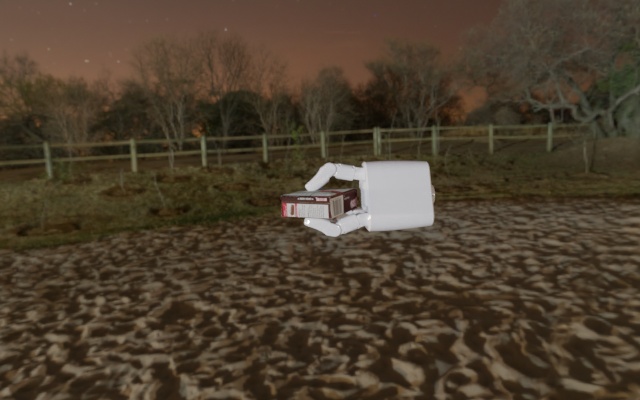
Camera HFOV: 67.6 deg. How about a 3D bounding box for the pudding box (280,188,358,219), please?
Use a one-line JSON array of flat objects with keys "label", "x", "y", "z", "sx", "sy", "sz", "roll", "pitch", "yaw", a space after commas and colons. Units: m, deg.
[{"label": "pudding box", "x": 0.000, "y": 0.002, "z": 0.781, "sx": 0.090, "sy": 0.039, "sz": 0.113, "roll": 1, "pitch": 7, "yaw": 26}]
